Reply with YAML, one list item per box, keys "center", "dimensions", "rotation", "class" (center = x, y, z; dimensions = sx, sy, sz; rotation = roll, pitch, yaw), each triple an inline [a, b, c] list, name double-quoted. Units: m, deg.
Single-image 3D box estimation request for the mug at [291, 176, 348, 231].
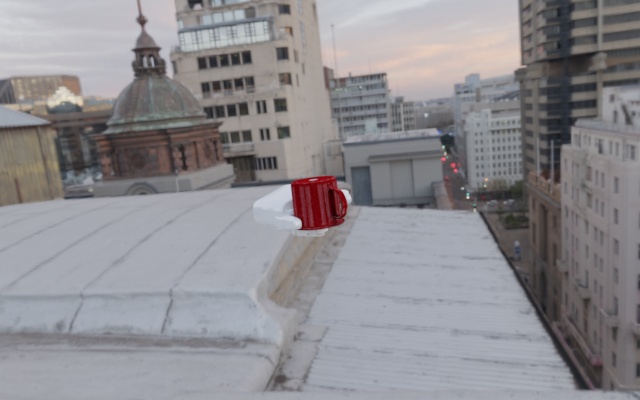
- center: [0.001, 0.003, 0.828]
  dimensions: [0.093, 0.081, 0.117]
  rotation: [-15, 12, -40]
  class: "mug"
